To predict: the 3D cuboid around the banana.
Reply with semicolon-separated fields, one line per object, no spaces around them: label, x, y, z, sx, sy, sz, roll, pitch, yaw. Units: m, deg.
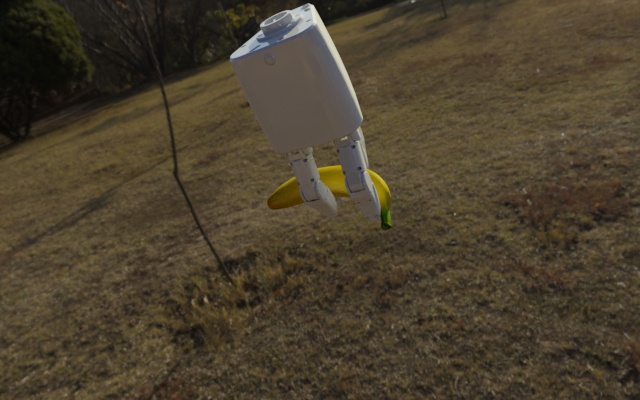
banana;0.012;-0.012;0.576;0.198;0.069;0.037;7;-35;45
